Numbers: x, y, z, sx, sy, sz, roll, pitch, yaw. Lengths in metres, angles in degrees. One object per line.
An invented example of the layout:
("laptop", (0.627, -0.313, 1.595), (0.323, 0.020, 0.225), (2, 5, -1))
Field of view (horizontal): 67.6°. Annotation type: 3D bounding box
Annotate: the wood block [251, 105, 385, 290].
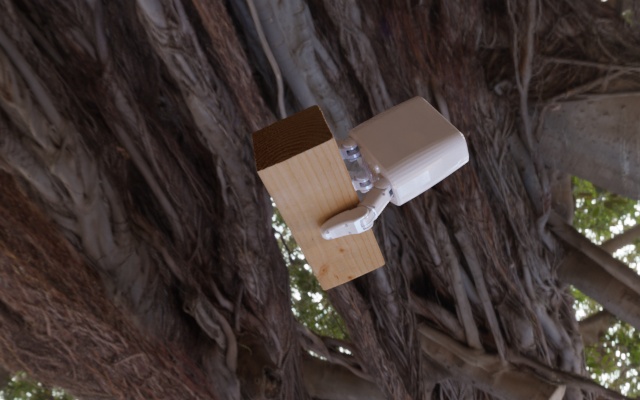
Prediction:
("wood block", (0.001, 0.002, 0.593), (0.090, 0.206, 0.090), (-24, 37, 3))
